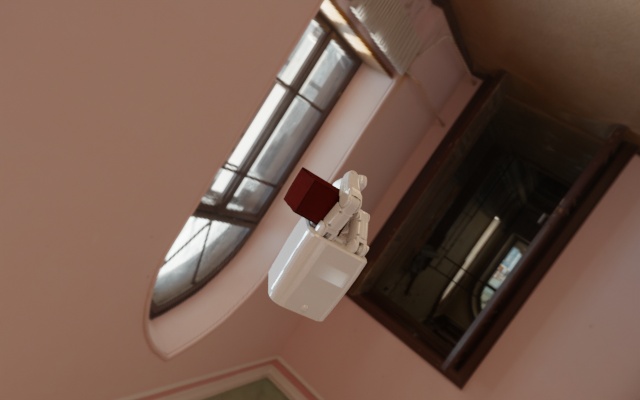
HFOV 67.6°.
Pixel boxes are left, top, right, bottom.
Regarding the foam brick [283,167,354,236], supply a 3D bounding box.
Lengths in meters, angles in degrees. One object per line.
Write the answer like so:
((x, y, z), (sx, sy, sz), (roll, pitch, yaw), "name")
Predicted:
((0.000, 0.002, 0.629), (0.078, 0.051, 0.053), (30, 8, -28), "foam brick")
